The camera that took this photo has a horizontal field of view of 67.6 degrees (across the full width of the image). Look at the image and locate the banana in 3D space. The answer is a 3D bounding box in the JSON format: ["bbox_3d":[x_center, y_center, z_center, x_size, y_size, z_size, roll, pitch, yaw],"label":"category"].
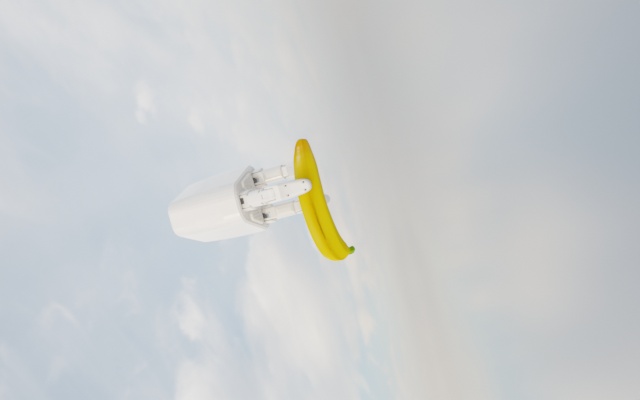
[{"bbox_3d":[-0.001,0.014,0.654,0.037,0.198,0.069,-14,28,16],"label":"banana"}]
